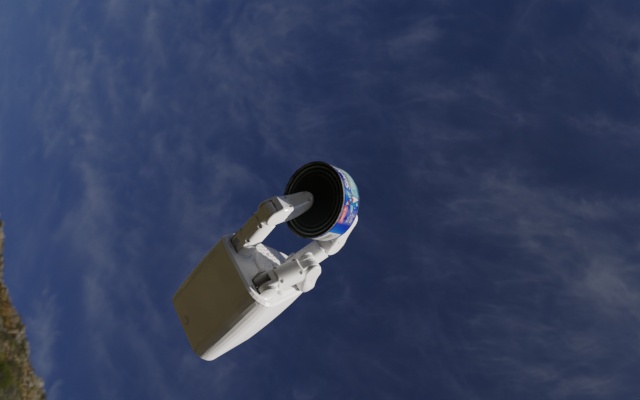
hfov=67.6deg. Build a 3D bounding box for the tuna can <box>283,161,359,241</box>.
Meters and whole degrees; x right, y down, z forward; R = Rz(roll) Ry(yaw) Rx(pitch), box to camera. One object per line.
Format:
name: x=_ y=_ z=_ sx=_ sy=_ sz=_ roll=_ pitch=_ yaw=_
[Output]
tuna can: x=0.000 y=0.002 z=0.531 sx=0.086 sy=0.086 sz=0.034 roll=0 pitch=-10 yaw=39
